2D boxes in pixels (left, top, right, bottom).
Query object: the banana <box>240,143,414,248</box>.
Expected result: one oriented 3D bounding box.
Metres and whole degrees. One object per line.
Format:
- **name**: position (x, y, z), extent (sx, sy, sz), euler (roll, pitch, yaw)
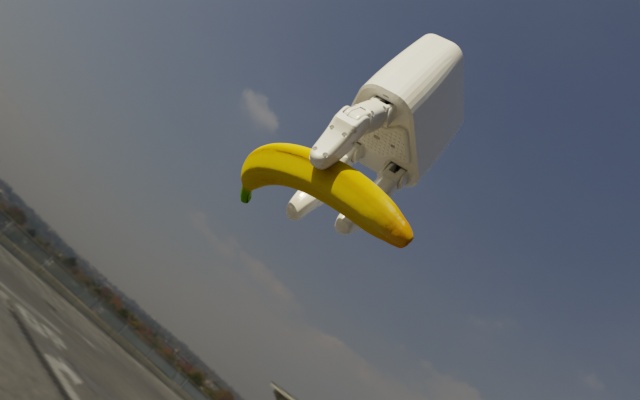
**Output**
- **banana**: position (-0.008, -0.014, 0.411), extent (0.198, 0.070, 0.037), euler (16, 48, 40)
